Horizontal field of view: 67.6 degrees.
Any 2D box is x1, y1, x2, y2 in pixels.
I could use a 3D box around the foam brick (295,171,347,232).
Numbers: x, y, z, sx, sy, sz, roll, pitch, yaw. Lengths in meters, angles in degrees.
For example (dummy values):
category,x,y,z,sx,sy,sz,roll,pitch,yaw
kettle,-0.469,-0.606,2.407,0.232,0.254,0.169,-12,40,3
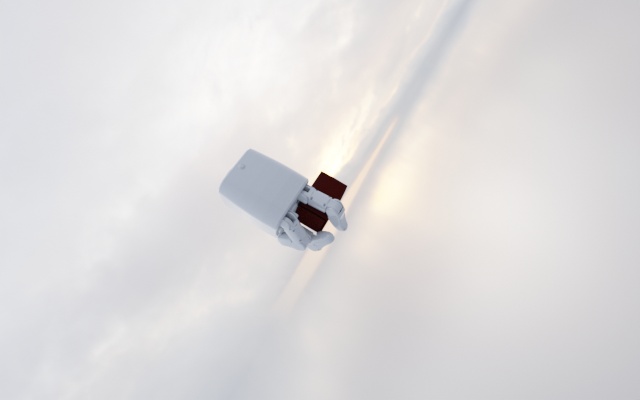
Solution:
category,x,y,z,sx,sy,sz,roll,pitch,yaw
foam brick,0.000,0.002,0.768,0.051,0.078,0.053,30,-31,4
